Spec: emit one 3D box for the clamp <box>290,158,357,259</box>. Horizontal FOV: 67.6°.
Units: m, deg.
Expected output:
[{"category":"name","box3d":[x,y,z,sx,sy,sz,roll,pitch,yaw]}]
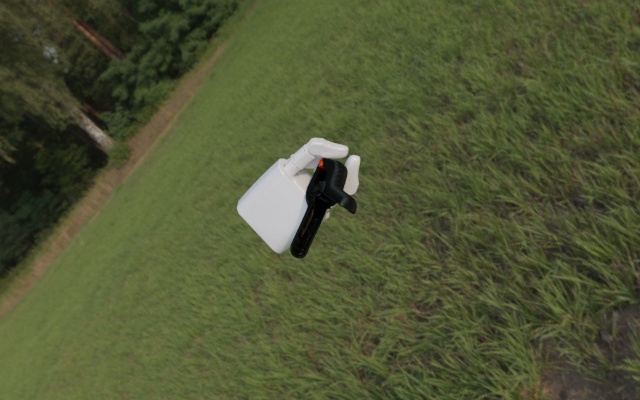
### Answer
[{"category":"clamp","box3d":[0.000,0.002,0.670,0.120,0.039,0.171,-41,22,20]}]
